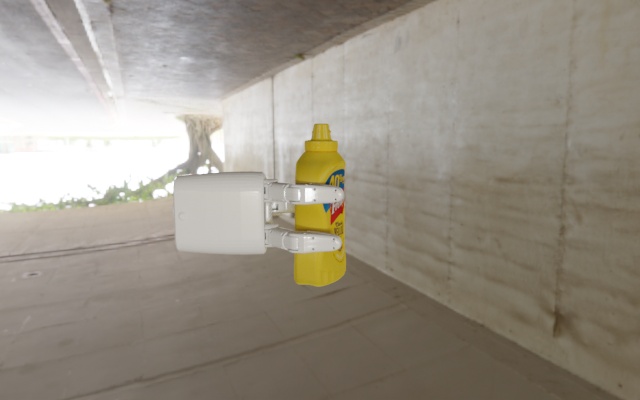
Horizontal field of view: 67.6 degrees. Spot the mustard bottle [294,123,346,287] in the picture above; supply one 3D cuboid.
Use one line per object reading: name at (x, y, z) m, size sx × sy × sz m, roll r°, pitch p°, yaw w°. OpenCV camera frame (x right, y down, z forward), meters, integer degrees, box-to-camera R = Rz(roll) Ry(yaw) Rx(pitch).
mustard bottle at (0.000, 0.002, 0.591) m, size 0.058 × 0.191 × 0.096 m, roll 3°, pitch 8°, yaw 23°
